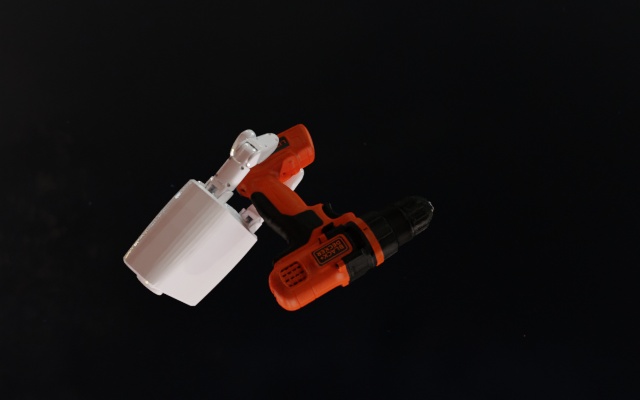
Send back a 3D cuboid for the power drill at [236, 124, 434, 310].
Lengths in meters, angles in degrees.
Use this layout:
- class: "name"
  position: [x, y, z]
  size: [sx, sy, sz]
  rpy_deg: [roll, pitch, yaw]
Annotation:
- class: "power drill"
  position: [0.000, 0.002, 0.514]
  size: [0.184, 0.187, 0.057]
  rpy_deg: [-29, -34, -13]
